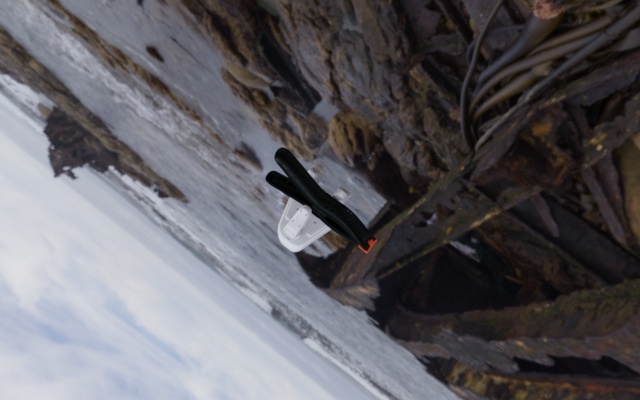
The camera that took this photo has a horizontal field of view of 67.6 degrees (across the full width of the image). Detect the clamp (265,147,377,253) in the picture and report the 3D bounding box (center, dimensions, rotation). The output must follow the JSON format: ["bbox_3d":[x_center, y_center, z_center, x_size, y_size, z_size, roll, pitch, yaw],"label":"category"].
[{"bbox_3d":[0.000,0.003,0.729,0.210,0.036,0.164,38,-13,4],"label":"clamp"}]
